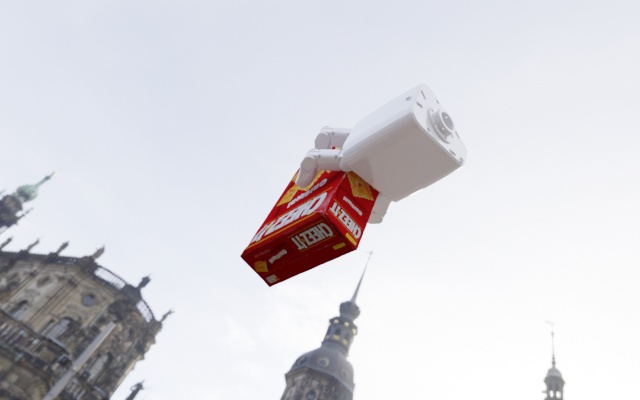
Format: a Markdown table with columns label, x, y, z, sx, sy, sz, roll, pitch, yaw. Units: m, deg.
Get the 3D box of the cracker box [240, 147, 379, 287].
| label | x | y | z | sx | sy | sz | roll | pitch | yaw |
| --- | --- | --- | --- | --- | --- | --- | --- | --- | --- |
| cracker box | 0.000 | 0.002 | 0.665 | 0.164 | 0.072 | 0.213 | -29 | 20 | 38 |
